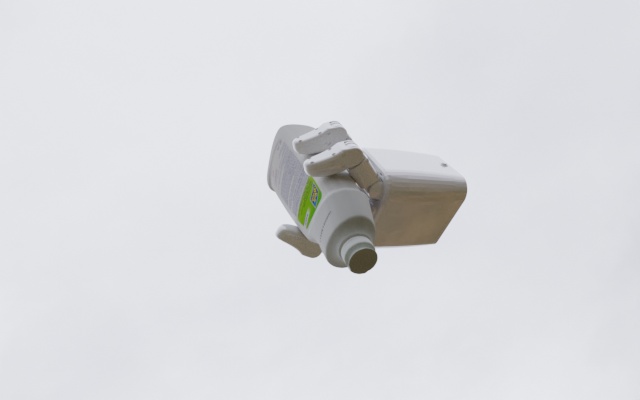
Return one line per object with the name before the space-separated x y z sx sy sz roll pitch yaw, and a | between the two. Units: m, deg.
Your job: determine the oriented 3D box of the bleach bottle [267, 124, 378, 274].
bleach bottle | 0.000 0.002 0.534 0.068 0.103 0.250 2 28 -20
